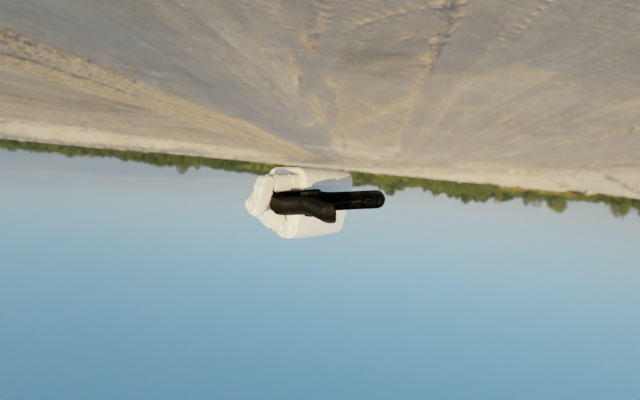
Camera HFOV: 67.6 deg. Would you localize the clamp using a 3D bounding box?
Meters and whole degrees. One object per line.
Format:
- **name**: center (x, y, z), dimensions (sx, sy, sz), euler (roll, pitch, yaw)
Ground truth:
- **clamp**: center (0.000, 0.003, 0.659), dimensions (0.120, 0.039, 0.171), euler (-5, 10, -41)
